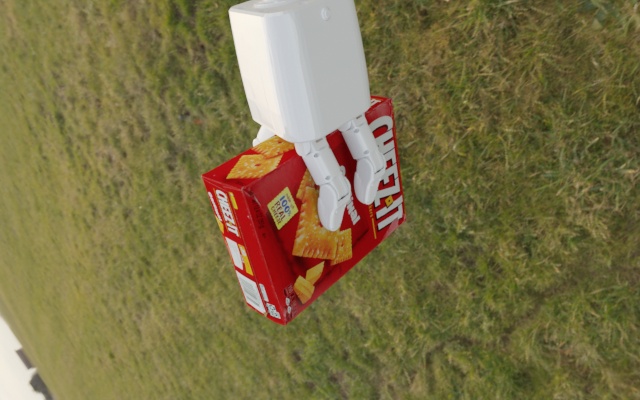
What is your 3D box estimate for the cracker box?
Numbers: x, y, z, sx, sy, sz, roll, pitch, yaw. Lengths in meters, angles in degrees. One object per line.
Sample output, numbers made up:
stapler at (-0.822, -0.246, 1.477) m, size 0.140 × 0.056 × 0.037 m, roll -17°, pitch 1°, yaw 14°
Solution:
cracker box at (0.000, 0.002, 0.506) m, size 0.072 × 0.164 × 0.213 m, roll 19°, pitch 42°, yaw 41°
